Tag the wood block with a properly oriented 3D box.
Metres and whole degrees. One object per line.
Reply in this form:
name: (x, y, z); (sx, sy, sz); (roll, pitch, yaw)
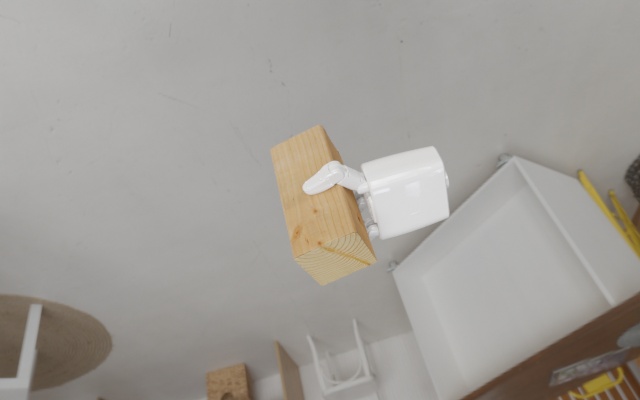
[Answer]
wood block: (0.000, 0.002, 0.691); (0.090, 0.206, 0.091); (-25, -40, 10)
